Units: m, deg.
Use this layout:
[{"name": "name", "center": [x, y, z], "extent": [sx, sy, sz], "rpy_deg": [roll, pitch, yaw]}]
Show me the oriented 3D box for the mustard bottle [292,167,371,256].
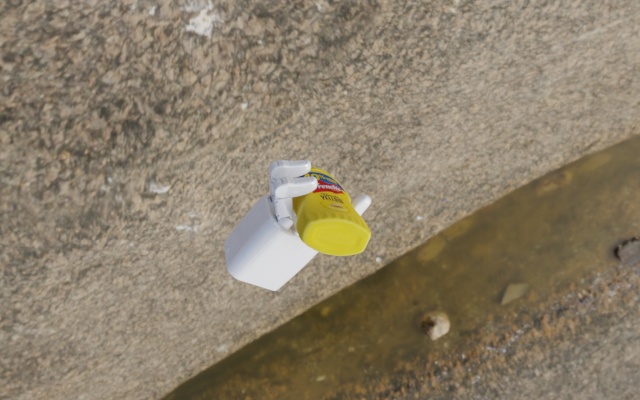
[{"name": "mustard bottle", "center": [0.000, 0.002, 0.694], "extent": [0.096, 0.058, 0.191], "rpy_deg": [11, 26, -21]}]
